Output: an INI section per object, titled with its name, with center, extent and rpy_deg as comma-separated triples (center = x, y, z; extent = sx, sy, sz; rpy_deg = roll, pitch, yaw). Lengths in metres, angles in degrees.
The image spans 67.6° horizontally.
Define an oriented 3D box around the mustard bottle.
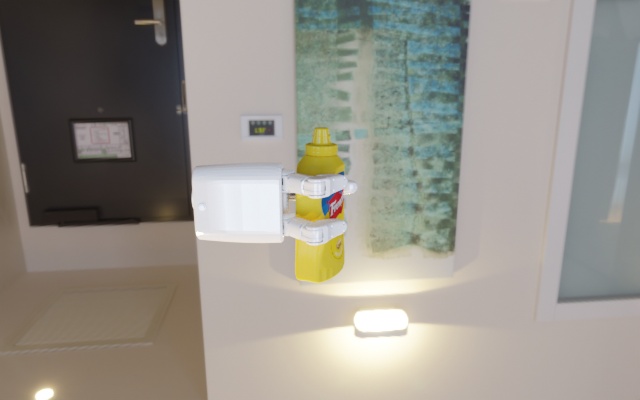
[mustard bottle]
center = 0.000, 0.002, 0.619
extent = 0.058, 0.192, 0.096
rpy_deg = 6, 16, 23
